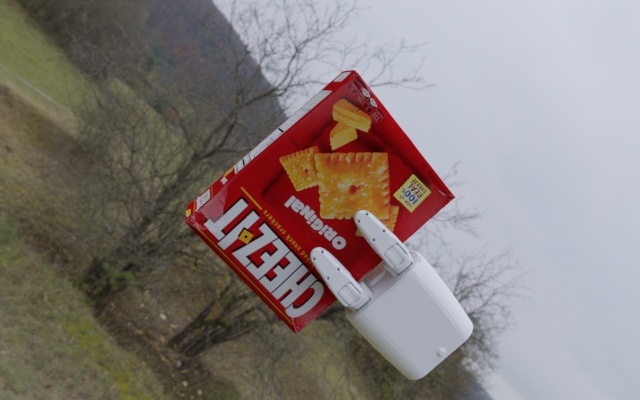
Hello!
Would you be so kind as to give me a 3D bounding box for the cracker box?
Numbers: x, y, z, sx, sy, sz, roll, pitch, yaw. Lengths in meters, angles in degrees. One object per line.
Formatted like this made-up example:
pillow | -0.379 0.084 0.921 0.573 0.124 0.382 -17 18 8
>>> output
cracker box | 0.000 0.001 0.480 0.213 0.164 0.072 -41 16 0
